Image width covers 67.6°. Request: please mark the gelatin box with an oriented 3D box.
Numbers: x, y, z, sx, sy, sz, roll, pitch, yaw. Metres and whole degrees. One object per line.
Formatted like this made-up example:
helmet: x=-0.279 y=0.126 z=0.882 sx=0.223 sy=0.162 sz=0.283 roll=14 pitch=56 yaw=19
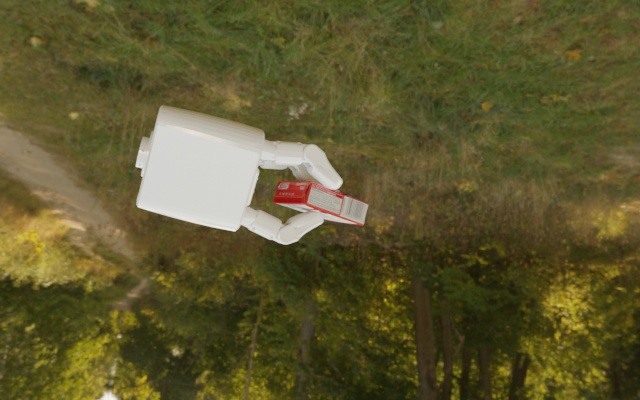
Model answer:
gelatin box: x=0.000 y=0.002 z=0.565 sx=0.089 sy=0.030 sz=0.073 roll=20 pitch=-9 yaw=-32
